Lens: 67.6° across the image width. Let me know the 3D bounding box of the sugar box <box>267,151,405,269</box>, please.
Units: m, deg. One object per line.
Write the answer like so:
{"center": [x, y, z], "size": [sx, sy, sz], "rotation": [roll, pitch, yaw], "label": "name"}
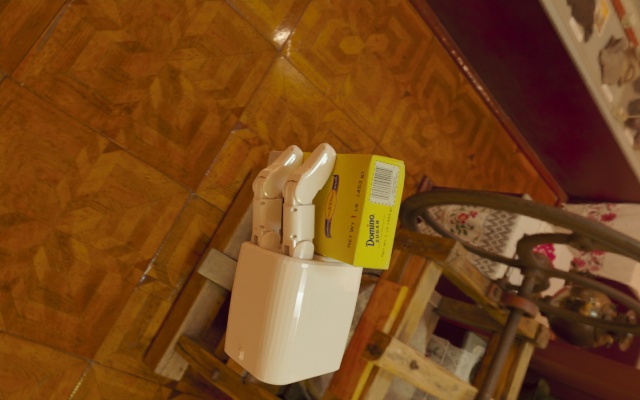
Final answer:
{"center": [0.000, 0.002, 0.458], "size": [0.048, 0.093, 0.176], "rotation": [11, -1, -37], "label": "sugar box"}
